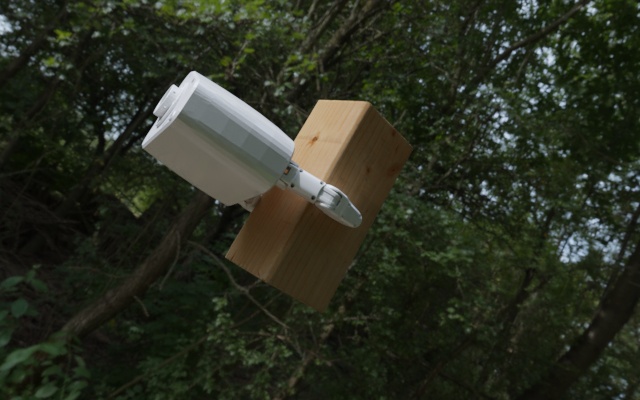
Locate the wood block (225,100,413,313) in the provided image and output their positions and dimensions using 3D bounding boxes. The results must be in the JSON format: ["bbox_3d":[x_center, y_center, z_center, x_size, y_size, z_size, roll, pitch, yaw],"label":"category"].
[{"bbox_3d":[0.000,0.001,0.521,0.090,0.206,0.091,37,-12,-37],"label":"wood block"}]
